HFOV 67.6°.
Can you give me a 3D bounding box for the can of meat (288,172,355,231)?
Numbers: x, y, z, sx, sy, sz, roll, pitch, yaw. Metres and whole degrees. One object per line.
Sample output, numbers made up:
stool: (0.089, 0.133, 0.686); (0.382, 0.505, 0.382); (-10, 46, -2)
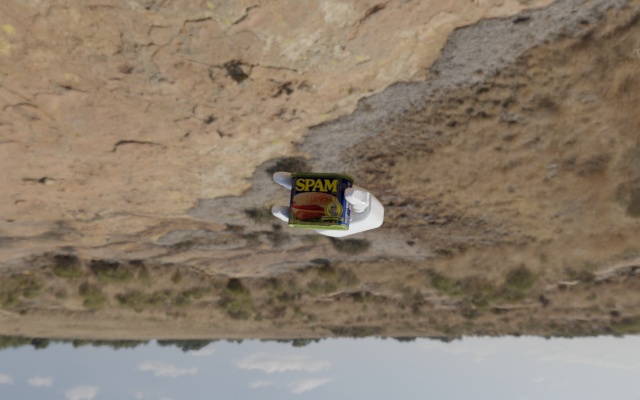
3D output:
can of meat: (0.000, 0.003, 0.761); (0.102, 0.084, 0.057); (2, -10, 18)
